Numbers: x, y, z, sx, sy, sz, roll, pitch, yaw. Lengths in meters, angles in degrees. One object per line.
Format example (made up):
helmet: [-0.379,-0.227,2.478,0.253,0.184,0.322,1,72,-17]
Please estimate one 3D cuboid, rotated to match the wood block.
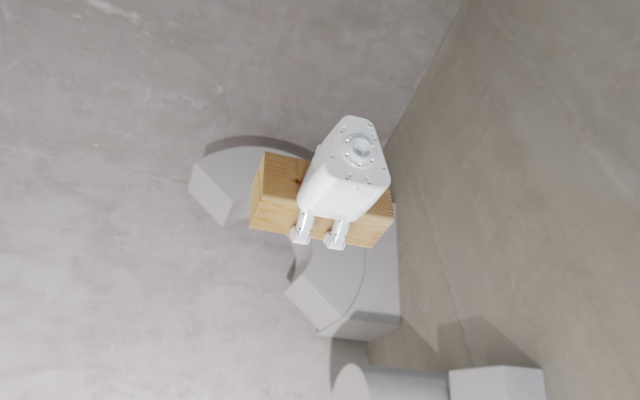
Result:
wood block: [0.000,0.002,0.753,0.206,0.090,0.090,11,-39,-16]
